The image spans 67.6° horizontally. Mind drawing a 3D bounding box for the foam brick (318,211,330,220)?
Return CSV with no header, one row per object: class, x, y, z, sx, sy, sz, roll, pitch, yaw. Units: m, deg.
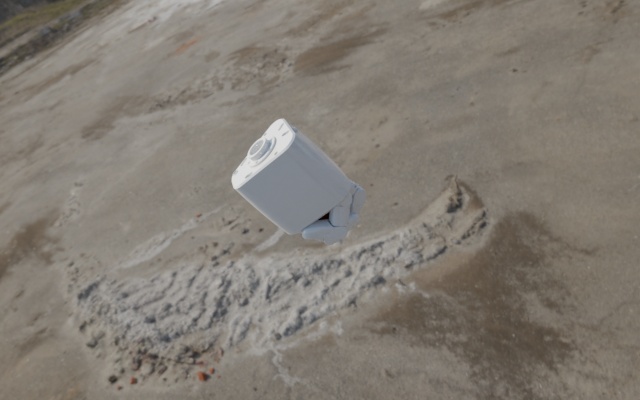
foam brick,0.000,0.002,0.705,0.051,0.053,0.078,23,17,-25
